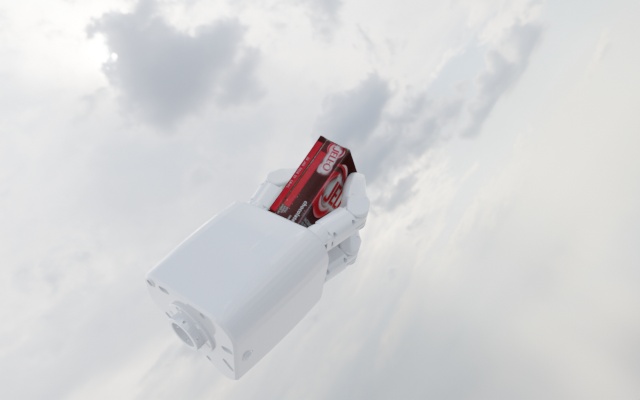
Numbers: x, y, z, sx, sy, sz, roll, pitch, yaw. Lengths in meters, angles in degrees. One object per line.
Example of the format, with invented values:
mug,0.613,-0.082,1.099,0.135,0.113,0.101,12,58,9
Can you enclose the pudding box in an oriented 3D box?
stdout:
pudding box,0.000,0.002,0.471,0.039,0.090,0.113,32,-11,19
